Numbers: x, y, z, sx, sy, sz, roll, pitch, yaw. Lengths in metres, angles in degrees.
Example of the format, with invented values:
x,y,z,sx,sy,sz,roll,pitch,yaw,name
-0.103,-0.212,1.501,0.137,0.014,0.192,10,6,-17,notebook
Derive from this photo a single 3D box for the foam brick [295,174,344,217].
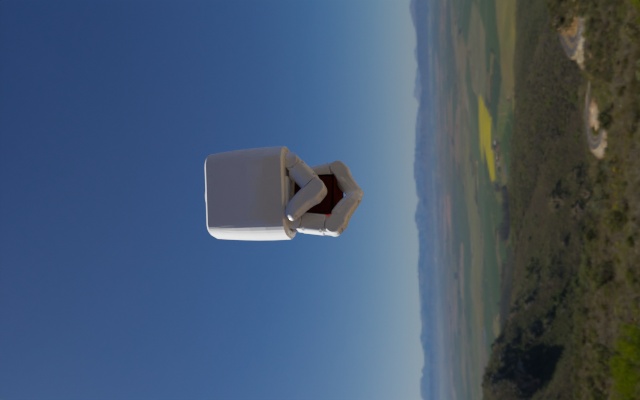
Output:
x,y,z,sx,sy,sz,roll,pitch,yaw,name
0.000,0.002,0.635,0.051,0.053,0.078,-3,-19,12,foam brick
